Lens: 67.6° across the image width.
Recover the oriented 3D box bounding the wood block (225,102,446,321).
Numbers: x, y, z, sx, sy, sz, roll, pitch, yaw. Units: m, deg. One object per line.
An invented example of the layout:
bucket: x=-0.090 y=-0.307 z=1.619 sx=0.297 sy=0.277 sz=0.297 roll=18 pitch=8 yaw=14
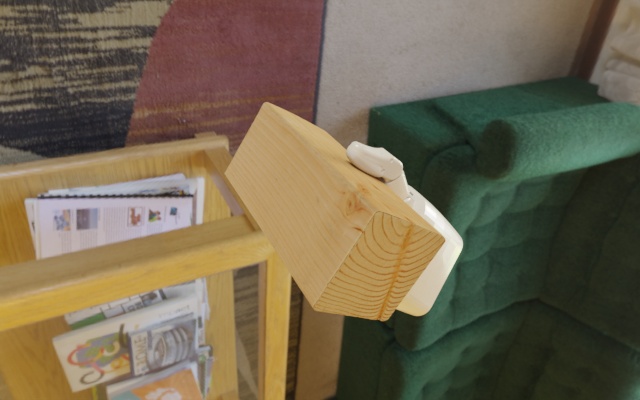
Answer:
wood block: x=0.001 y=0.001 z=0.437 sx=0.090 sy=0.091 sz=0.206 roll=20 pitch=19 yaw=-40
